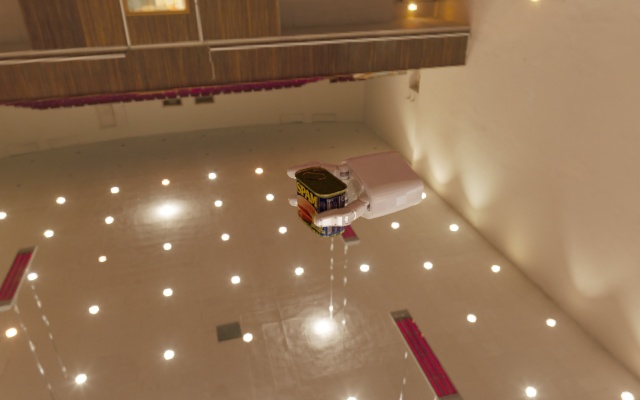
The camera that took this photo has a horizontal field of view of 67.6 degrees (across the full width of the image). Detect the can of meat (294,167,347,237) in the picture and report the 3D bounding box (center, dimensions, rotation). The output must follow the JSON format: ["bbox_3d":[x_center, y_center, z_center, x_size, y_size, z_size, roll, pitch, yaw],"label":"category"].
[{"bbox_3d":[0.000,0.003,0.795,0.057,0.084,0.102,-17,33,-26],"label":"can of meat"}]
